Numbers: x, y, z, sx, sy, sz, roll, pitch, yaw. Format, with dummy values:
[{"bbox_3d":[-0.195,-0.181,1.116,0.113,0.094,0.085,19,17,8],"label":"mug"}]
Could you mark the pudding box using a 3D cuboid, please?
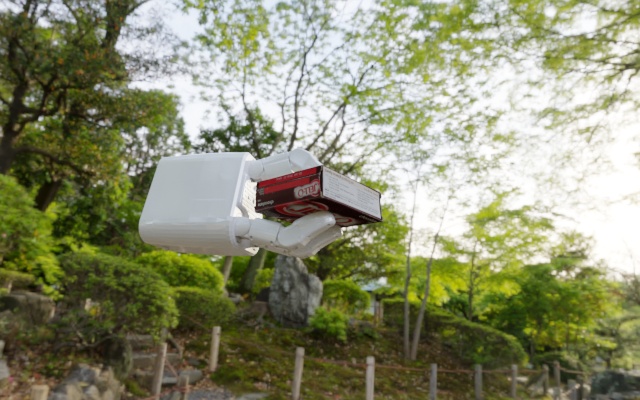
[{"bbox_3d":[0.000,0.002,0.510,0.090,0.039,0.113,-11,-18,37],"label":"pudding box"}]
